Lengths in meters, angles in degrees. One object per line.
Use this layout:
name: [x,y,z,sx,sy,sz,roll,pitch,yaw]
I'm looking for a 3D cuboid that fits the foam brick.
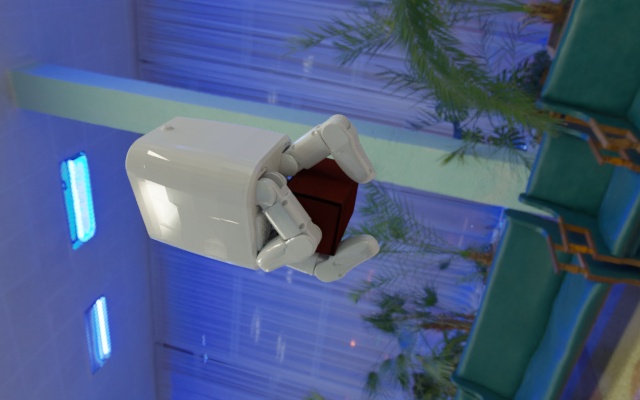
foam brick: [0.000,0.001,0.415,0.051,0.053,0.078,14,30,10]
